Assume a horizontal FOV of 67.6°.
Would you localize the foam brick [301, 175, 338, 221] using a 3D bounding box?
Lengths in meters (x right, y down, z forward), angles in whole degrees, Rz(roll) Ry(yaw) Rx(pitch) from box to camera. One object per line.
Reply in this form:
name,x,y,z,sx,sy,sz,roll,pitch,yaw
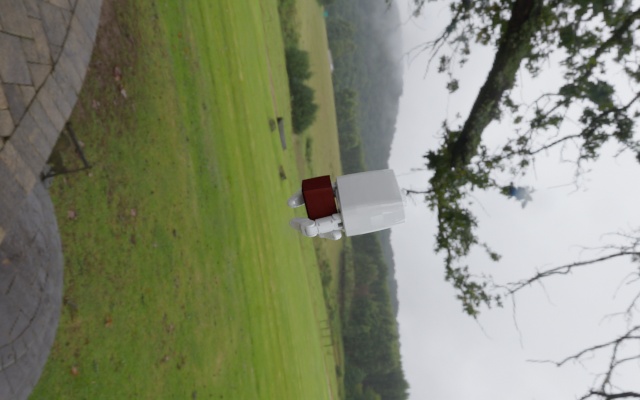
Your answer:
foam brick,0.000,0.003,0.826,0.051,0.078,0.053,-11,26,4
